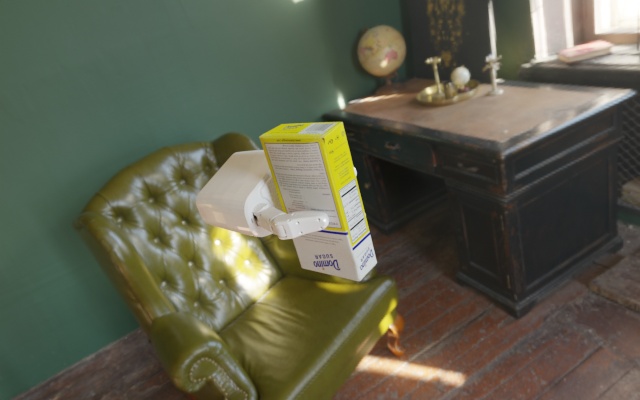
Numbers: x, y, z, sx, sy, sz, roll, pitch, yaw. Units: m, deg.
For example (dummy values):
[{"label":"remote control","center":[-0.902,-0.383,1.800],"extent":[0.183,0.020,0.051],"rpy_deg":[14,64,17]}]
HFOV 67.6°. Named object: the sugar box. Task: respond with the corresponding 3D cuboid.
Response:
[{"label":"sugar box","center":[0.000,0.001,0.541],"extent":[0.093,0.176,0.048],"rpy_deg":[7,35,40]}]
